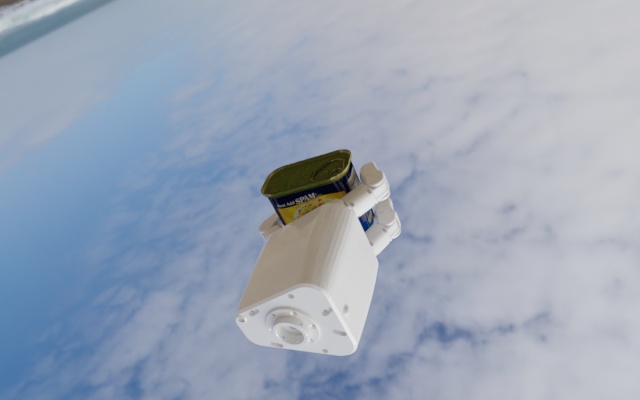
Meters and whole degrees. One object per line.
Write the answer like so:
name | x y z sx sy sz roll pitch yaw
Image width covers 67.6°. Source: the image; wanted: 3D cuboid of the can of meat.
can of meat | 0.000 0.002 0.523 0.102 0.084 0.057 -14 31 21
